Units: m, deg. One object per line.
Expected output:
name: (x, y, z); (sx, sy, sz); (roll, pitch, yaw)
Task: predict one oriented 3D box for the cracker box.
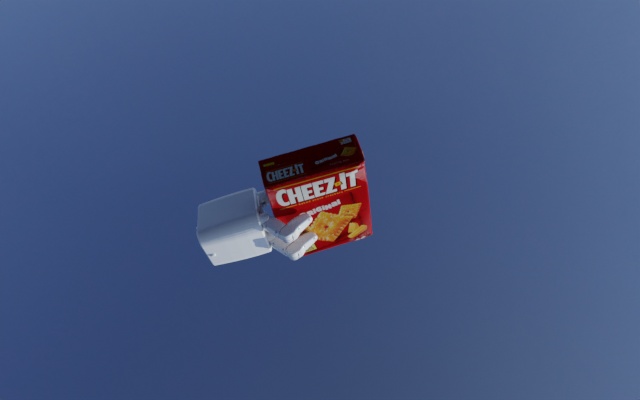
cracker box: (0.000, 0.003, 0.826); (0.164, 0.072, 0.214); (-16, -38, -2)
